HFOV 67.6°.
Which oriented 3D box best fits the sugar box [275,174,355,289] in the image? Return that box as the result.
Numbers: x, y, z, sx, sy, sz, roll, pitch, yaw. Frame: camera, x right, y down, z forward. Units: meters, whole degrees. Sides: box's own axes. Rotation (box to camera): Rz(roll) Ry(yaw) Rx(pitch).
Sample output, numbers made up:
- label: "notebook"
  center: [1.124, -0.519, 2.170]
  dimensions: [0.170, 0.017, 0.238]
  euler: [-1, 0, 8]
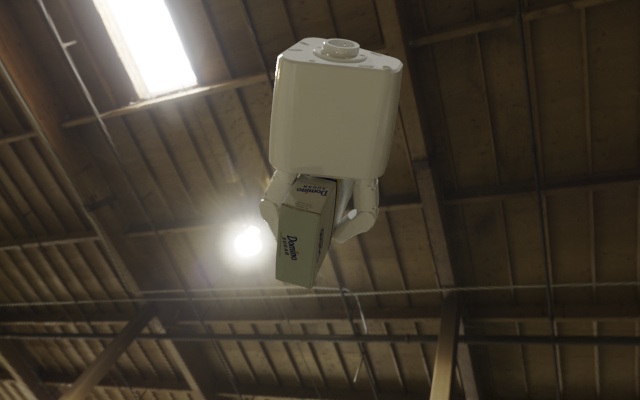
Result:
- label: "sugar box"
  center: [0.000, 0.001, 0.517]
  dimensions: [0.048, 0.093, 0.176]
  euler: [14, 33, 12]
